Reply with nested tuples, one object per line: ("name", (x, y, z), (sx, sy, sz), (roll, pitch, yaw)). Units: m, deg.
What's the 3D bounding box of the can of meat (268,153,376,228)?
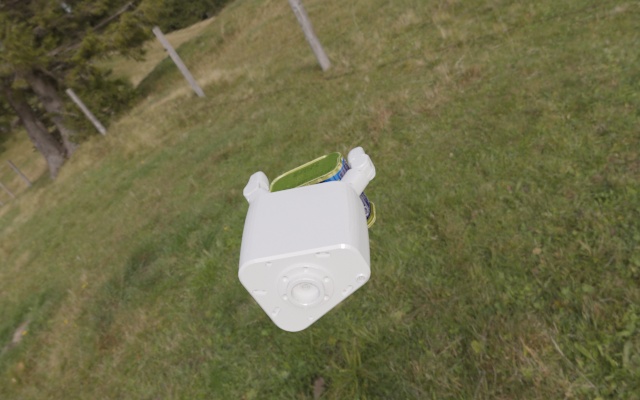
("can of meat", (0.000, 0.001, 0.555), (0.102, 0.084, 0.057), (-23, 29, 18))
